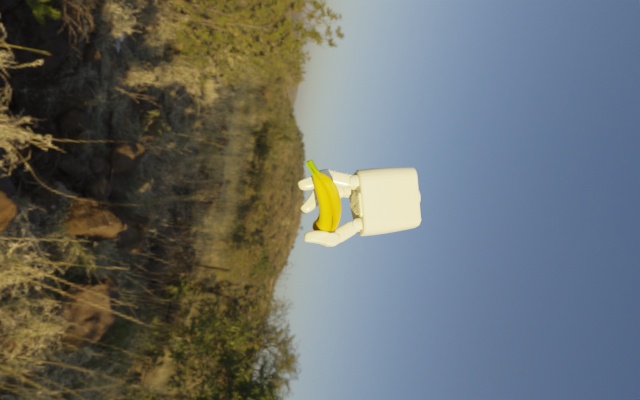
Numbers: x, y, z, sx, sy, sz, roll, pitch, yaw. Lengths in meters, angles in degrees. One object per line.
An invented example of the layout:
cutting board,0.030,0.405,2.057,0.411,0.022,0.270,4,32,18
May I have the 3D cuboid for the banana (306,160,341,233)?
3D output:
banana,0.008,0.014,0.806,0.037,0.069,0.198,-22,-34,-15
